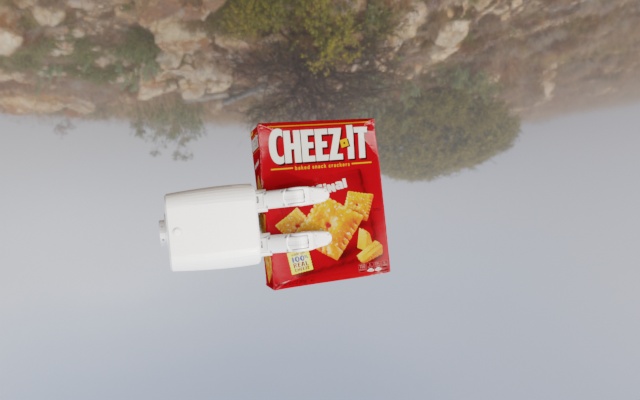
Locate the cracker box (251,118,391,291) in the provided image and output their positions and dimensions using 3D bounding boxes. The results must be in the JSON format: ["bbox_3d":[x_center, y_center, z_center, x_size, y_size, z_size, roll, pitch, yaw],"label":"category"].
[{"bbox_3d":[0.000,0.002,0.644,0.164,0.213,0.072,-5,-1,-16],"label":"cracker box"}]
